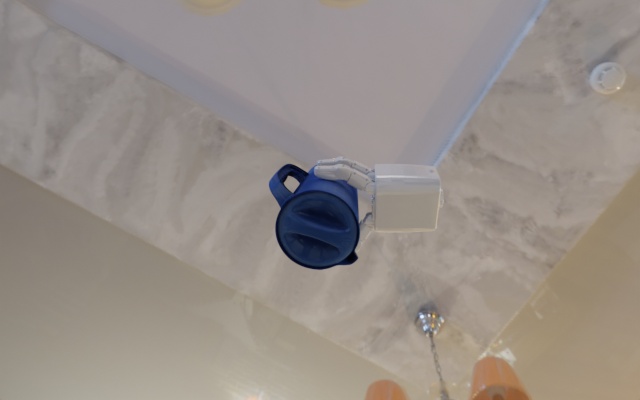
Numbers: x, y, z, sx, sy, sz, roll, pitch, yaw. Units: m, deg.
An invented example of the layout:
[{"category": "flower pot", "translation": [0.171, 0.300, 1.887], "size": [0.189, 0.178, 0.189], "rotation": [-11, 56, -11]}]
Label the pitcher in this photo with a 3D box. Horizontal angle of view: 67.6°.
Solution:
[{"category": "pitcher", "translation": [0.000, 0.003, 0.843], "size": [0.145, 0.149, 0.242], "rotation": [0, 19, 6]}]
